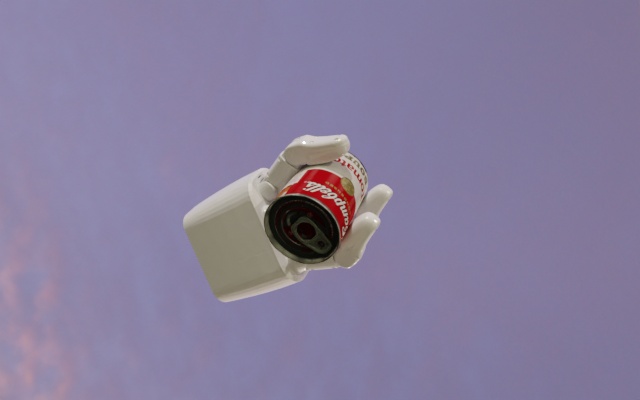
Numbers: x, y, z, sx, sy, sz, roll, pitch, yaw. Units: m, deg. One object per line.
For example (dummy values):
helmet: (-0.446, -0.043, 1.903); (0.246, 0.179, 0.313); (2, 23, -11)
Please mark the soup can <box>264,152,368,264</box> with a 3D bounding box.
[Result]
soup can: (0.001, 0.001, 0.436); (0.068, 0.068, 0.102); (0, 28, 21)
